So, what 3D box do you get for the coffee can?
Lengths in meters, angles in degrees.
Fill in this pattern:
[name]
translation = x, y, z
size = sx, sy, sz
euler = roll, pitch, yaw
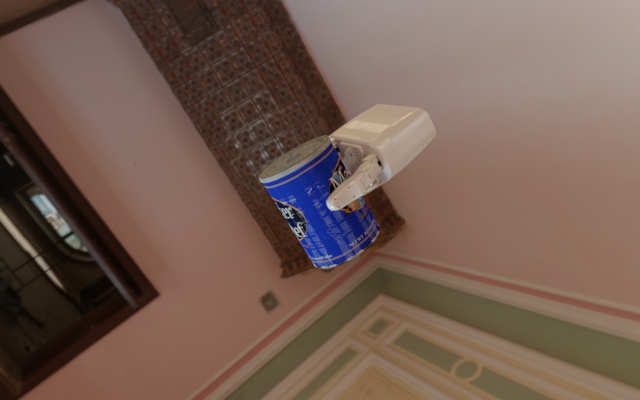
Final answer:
[coffee can]
translation = 0.000, 0.002, 0.618
size = 0.103, 0.140, 0.102
euler = -28, 16, 9
